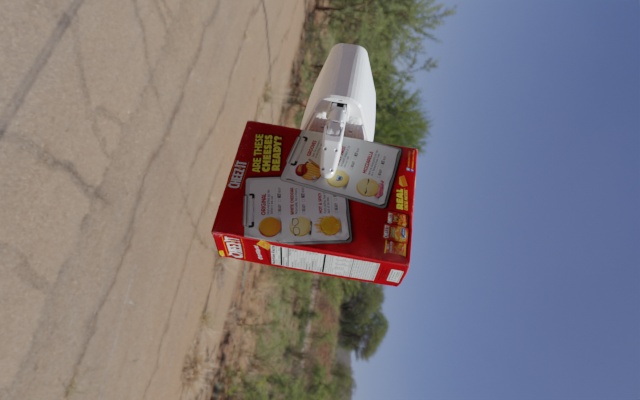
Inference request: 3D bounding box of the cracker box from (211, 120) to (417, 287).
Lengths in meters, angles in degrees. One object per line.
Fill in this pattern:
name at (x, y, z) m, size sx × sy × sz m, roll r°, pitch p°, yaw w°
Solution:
cracker box at (0.000, 0.002, 0.566) m, size 0.213 × 0.164 × 0.072 m, roll 9°, pitch -33°, yaw 2°
